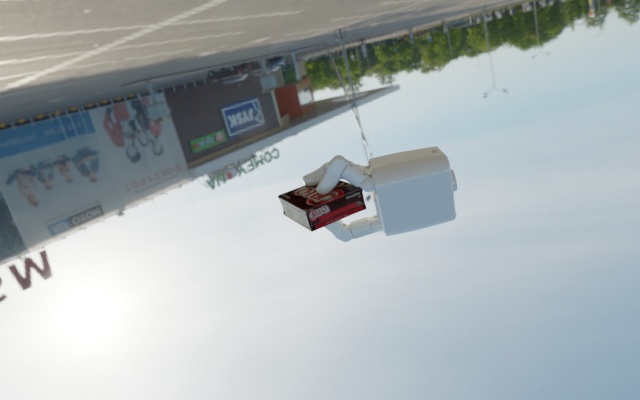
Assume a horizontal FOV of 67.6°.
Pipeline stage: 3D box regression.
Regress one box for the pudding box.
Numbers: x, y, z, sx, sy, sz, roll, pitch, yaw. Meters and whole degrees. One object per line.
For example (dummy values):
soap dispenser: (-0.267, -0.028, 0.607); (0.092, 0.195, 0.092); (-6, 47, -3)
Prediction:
pudding box: (0.000, 0.002, 0.695); (0.090, 0.039, 0.113); (-21, 17, -20)
